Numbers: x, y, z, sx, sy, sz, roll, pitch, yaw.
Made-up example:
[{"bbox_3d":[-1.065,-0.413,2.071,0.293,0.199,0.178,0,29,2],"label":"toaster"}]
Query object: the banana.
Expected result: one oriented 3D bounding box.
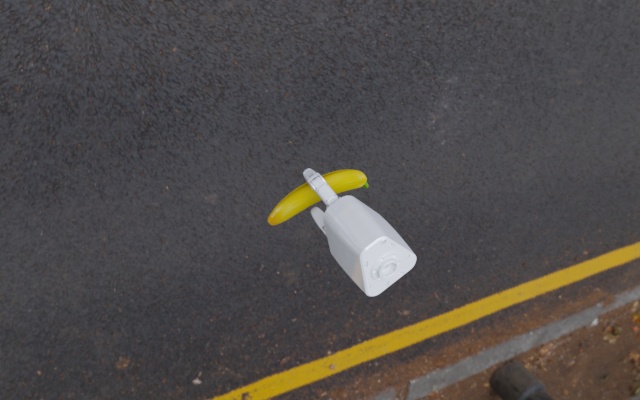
[{"bbox_3d":[0.003,-0.012,0.796,0.198,0.070,0.037,-20,47,-20],"label":"banana"}]
